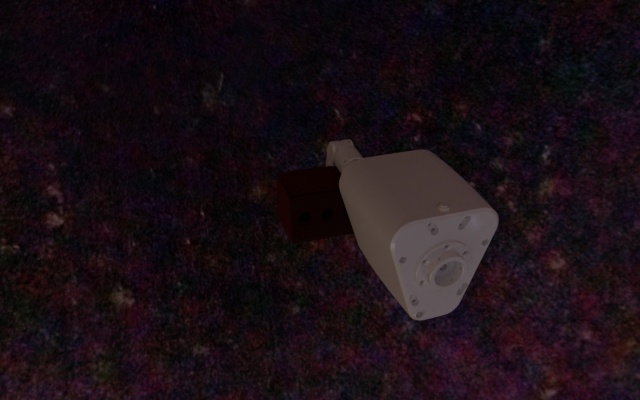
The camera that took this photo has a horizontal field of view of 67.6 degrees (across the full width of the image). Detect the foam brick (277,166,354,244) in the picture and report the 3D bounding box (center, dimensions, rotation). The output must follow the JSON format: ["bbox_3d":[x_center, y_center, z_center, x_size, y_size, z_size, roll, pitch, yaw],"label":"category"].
[{"bbox_3d":[0.000,0.002,0.467,0.078,0.053,0.051,-10,32,-15],"label":"foam brick"}]
